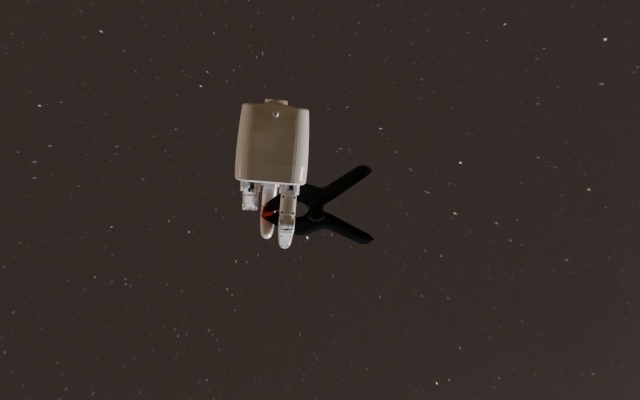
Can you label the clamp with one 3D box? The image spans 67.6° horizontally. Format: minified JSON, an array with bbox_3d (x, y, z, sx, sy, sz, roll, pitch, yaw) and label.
[{"bbox_3d":[0.000,0.002,0.706,0.171,0.120,0.039,4,9,-6],"label":"clamp"}]
